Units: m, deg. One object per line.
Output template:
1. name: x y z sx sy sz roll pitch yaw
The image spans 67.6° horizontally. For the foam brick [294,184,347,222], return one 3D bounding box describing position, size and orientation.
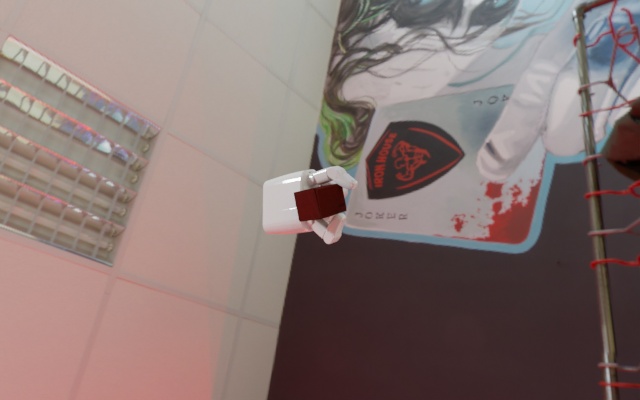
1. foam brick: 0.000 0.003 0.825 0.051 0.053 0.078 -8 3 38
